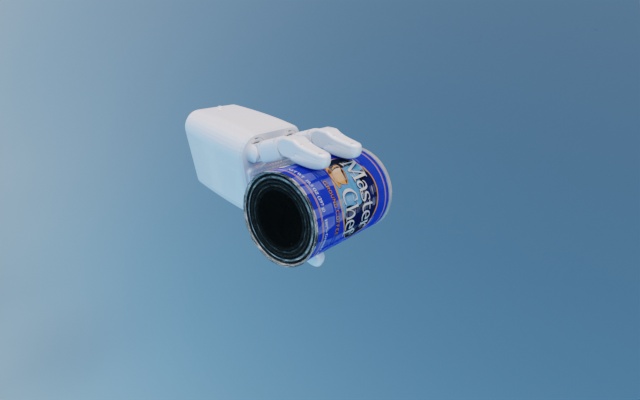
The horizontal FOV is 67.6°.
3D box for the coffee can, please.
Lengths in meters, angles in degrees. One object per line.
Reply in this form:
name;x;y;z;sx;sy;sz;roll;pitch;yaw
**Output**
coffee can;0.000;0.002;0.533;0.103;0.103;0.140;0;15;40
